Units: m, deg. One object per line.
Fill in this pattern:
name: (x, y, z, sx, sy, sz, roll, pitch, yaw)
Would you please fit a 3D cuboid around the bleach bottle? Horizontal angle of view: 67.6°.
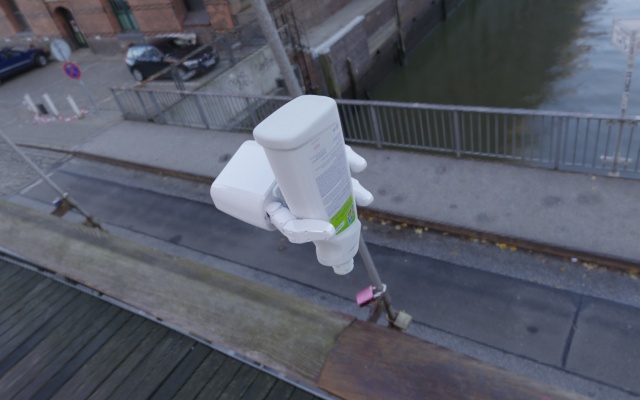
bleach bottle: (0.000, 0.002, 0.601, 0.068, 0.251, 0.102, 16, 46, 36)
